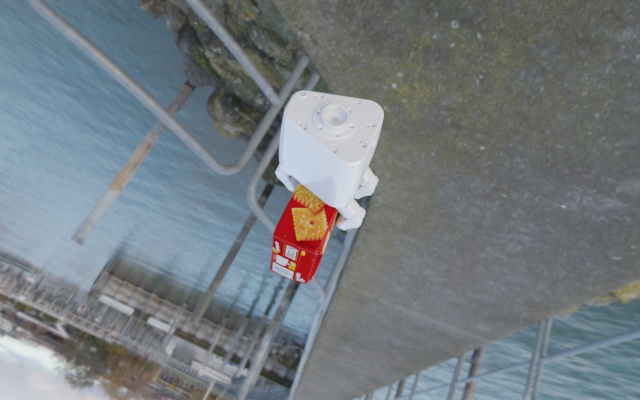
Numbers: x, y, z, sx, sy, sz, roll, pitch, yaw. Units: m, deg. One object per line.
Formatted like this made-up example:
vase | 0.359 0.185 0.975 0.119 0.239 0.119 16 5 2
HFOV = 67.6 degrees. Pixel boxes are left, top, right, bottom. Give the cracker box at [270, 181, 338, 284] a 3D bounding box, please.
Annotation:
cracker box | 0.000 0.002 0.713 0.072 0.213 0.164 24 -25 4
